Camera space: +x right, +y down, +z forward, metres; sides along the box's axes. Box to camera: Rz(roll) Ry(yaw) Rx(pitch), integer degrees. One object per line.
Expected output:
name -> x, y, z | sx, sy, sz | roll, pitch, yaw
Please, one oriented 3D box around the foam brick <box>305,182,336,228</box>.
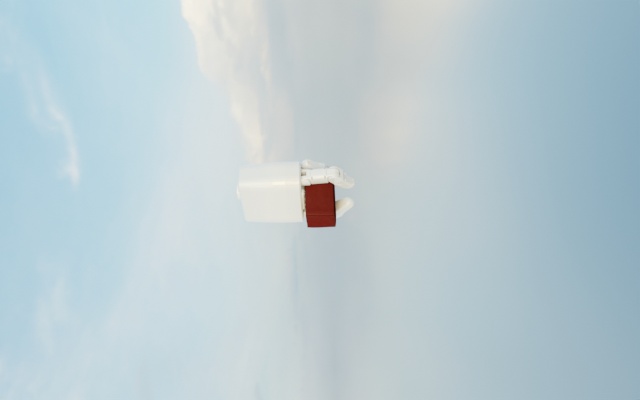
foam brick -> 0.000, 0.003, 0.825 | 0.051, 0.078, 0.053 | -2, -27, 0
